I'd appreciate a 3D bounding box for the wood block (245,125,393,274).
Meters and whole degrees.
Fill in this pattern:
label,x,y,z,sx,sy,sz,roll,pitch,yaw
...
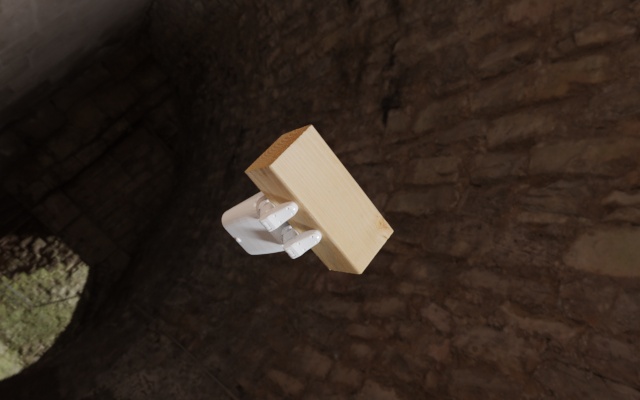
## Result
label,x,y,z,sx,sy,sz,roll,pitch,yaw
wood block,0.000,0.002,0.704,0.090,0.206,0.090,-49,22,-25
